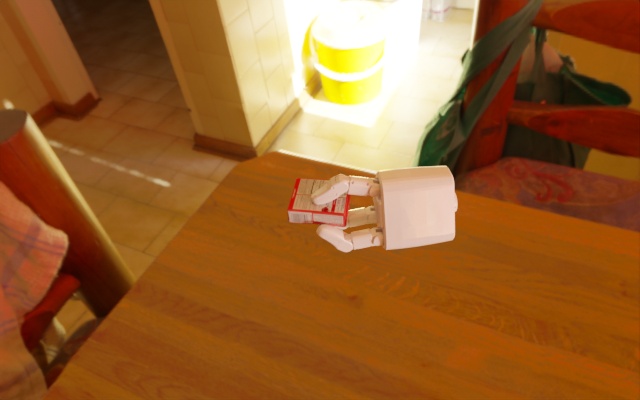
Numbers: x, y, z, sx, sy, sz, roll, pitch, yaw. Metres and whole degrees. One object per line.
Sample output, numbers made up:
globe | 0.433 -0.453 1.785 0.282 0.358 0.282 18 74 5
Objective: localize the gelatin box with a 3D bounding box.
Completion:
gelatin box | 0.000 0.002 0.724 0.089 0.030 0.073 4 45 8
